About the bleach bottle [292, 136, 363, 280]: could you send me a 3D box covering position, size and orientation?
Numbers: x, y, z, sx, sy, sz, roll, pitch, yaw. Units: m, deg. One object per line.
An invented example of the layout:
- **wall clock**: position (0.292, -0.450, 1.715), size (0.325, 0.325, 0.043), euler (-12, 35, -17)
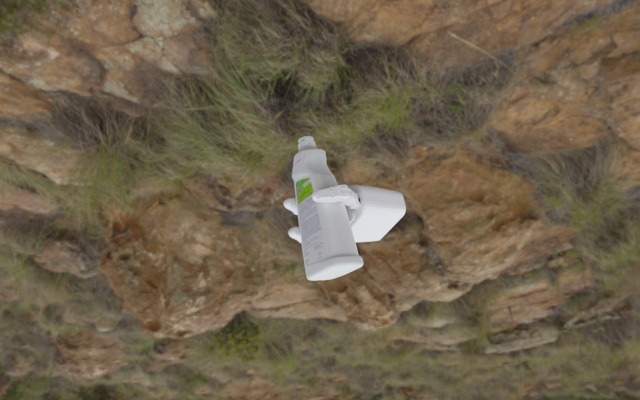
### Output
- **bleach bottle**: position (0.000, 0.003, 0.815), size (0.068, 0.250, 0.102), euler (5, -25, -36)
